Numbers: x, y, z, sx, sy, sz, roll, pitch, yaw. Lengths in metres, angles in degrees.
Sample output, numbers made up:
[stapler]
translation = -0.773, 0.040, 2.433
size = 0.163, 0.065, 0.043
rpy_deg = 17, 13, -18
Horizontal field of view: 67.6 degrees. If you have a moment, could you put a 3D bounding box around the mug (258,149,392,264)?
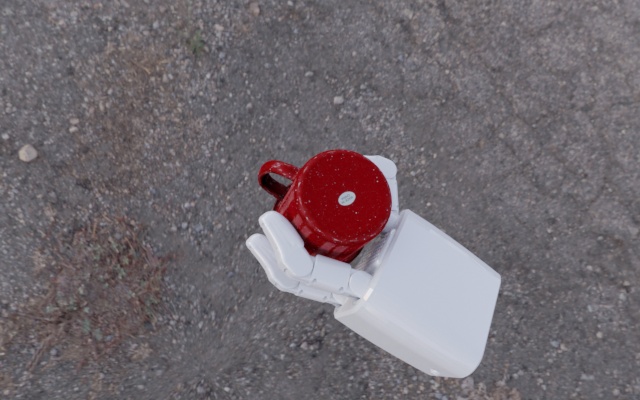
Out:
[mug]
translation = -0.001, 0.000, 0.408
size = 0.117, 0.093, 0.081
rpy_deg = 33, -24, -2
